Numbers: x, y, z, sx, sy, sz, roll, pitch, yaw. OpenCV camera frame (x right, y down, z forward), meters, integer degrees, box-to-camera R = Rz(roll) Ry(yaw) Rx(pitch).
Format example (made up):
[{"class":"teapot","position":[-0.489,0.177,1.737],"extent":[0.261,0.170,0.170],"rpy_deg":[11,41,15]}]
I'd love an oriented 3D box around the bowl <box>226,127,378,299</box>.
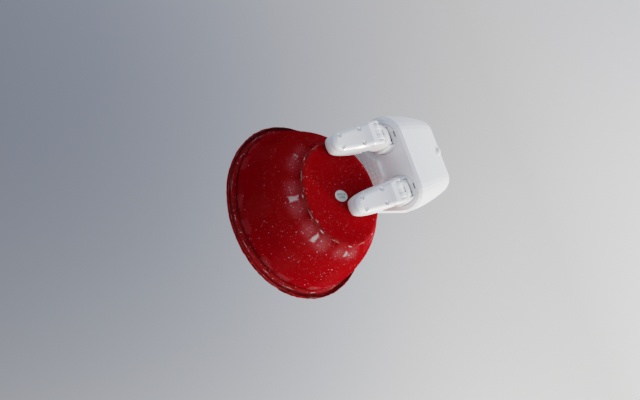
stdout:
[{"class":"bowl","position":[0.000,0.002,0.417],"extent":[0.162,0.162,0.055],"rpy_deg":[0,-17,-45]}]
